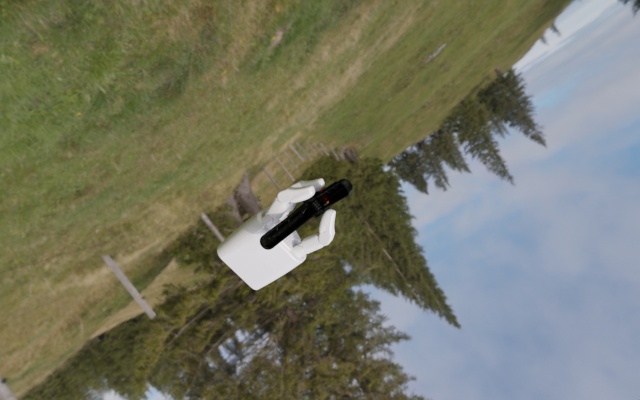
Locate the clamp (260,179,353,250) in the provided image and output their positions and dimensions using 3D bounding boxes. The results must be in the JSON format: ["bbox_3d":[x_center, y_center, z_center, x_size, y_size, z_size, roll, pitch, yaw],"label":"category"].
[{"bbox_3d":[0.001,0.003,0.777,0.164,0.036,0.210,-34,2,21],"label":"clamp"}]
